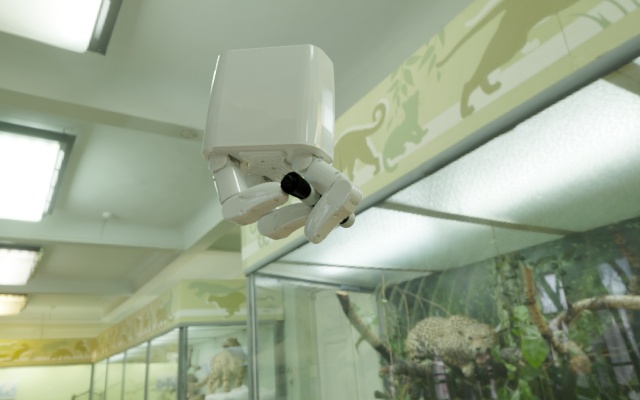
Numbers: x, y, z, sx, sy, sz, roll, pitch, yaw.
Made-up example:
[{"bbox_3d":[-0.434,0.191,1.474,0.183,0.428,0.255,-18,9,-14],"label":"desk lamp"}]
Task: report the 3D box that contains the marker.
[{"bbox_3d":[0.000,0.001,0.429,0.020,0.020,0.121,0,-17,28],"label":"marker"}]
